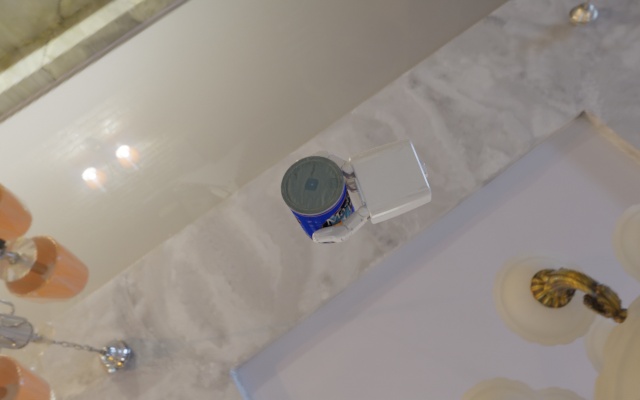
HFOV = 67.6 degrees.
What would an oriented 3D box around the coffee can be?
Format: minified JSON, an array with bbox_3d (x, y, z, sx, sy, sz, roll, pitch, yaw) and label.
[{"bbox_3d":[0.000,0.003,0.814,0.103,0.102,0.140,0,-24,13],"label":"coffee can"}]
